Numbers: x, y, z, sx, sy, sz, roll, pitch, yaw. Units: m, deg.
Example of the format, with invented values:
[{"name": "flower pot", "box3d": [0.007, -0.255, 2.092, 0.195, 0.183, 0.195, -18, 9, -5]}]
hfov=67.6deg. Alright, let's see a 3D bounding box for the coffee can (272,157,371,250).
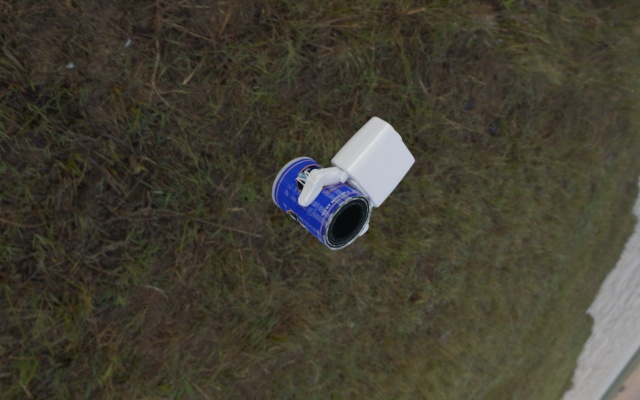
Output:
[{"name": "coffee can", "box3d": [0.000, 0.003, 0.803, 0.103, 0.103, 0.140, 0, 29, -48]}]
